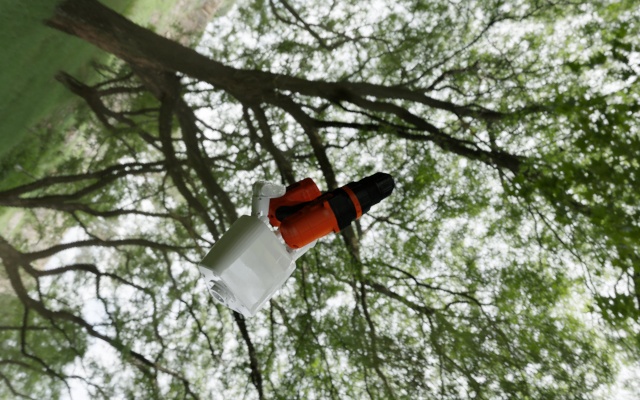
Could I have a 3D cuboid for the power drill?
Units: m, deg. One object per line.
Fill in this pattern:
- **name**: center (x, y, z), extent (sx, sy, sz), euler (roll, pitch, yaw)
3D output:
- **power drill**: center (0.000, 0.003, 0.731), extent (0.184, 0.057, 0.187), euler (-26, 14, -20)
